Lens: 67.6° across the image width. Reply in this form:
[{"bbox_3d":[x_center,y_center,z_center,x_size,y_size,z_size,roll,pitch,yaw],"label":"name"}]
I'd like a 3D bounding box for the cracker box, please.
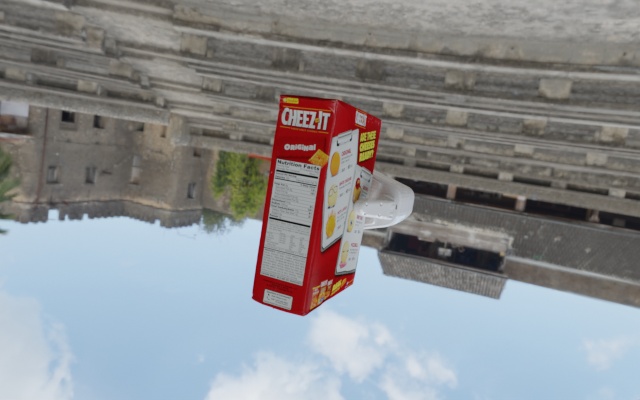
[{"bbox_3d":[0.000,0.002,0.537,0.072,0.214,0.164,11,6,21],"label":"cracker box"}]
